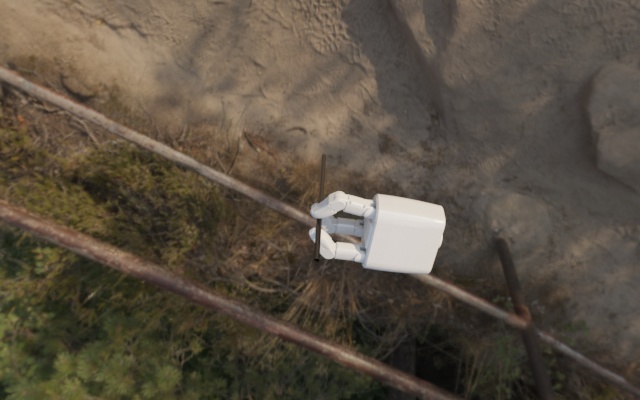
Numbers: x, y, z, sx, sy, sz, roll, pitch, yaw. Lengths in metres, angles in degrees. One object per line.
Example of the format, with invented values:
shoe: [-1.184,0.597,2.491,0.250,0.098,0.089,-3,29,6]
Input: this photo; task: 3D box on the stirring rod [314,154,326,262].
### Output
stirring rod: [0.000,0.002,0.753,0.011,0.011,0.239,0,42,4]
